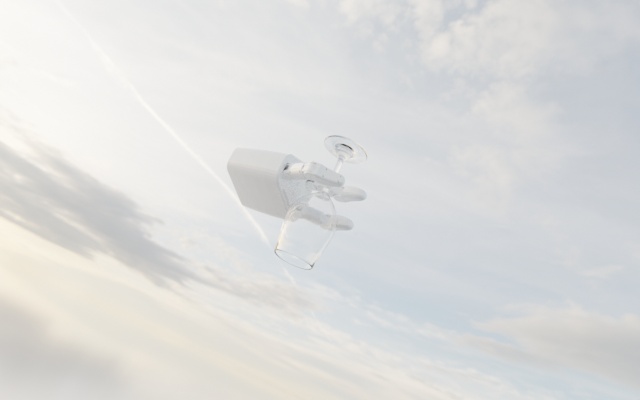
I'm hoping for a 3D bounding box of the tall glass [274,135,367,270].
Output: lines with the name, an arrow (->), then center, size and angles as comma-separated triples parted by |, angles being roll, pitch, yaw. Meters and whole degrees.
tall glass -> 0.000, 0.002, 0.725 | 0.079, 0.201, 0.079 | 22, -22, 9
